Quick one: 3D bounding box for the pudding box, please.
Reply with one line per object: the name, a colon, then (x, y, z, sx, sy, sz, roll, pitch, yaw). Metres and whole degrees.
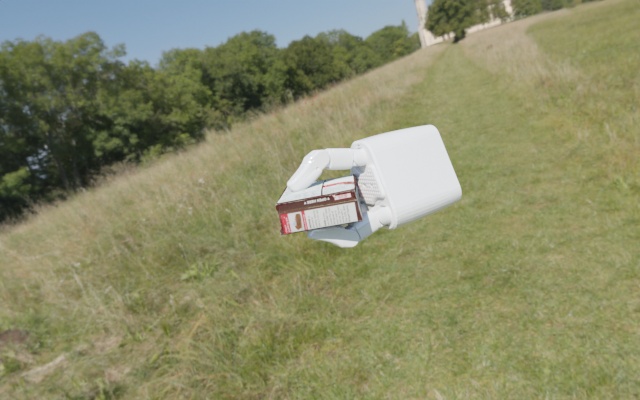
pudding box: (0.000, 0.002, 0.551, 0.090, 0.039, 0.113, -11, 10, 5)
